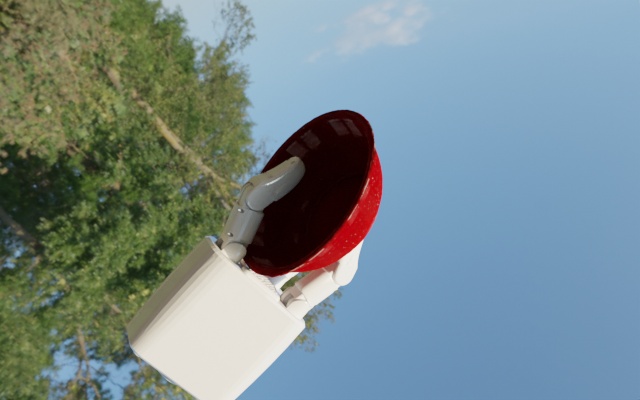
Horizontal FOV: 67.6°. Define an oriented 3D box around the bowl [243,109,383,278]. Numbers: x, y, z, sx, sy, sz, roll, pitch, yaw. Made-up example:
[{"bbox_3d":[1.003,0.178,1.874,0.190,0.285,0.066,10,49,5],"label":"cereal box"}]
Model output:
[{"bbox_3d":[0.001,0.001,0.421,0.055,0.162,0.162,34,-20,-33],"label":"bowl"}]
